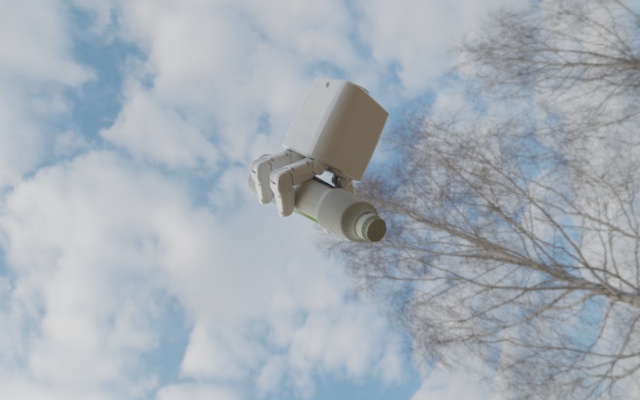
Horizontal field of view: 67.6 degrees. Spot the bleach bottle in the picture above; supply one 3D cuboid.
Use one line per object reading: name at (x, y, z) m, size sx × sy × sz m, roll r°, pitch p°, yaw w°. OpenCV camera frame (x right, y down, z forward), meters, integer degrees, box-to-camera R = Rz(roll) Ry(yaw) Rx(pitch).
bleach bottle at (0.000, 0.002, 0.632) m, size 0.102 × 0.068 × 0.250 m, roll 25°, pitch 1°, yaw -38°
